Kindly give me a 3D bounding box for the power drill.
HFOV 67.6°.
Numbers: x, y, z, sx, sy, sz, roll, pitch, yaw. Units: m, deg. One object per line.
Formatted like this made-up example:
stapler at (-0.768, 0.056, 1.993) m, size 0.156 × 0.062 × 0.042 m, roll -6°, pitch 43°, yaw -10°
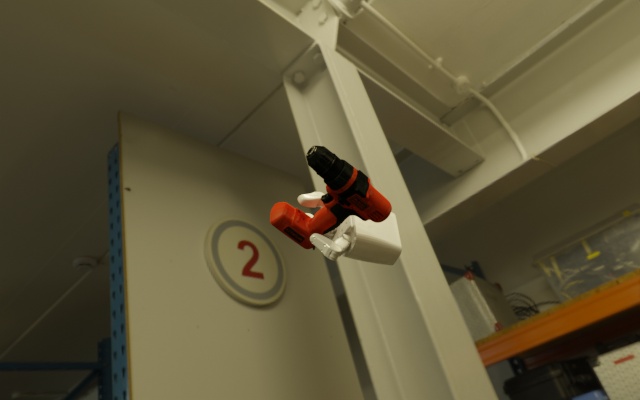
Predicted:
power drill at (0.000, 0.003, 0.821) m, size 0.188 × 0.057 × 0.184 m, roll -30°, pitch -58°, yaw 36°
